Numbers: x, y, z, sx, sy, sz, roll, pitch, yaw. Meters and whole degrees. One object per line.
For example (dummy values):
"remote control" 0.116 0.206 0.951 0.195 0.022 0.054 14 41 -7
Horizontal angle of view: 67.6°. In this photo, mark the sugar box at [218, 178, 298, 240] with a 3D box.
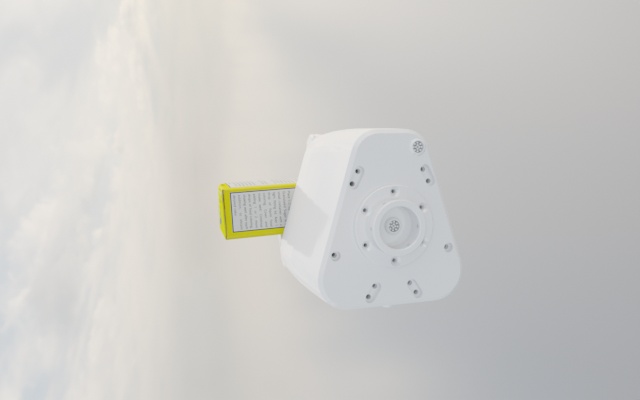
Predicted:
"sugar box" 0.000 0.002 0.423 0.176 0.048 0.093 -3 4 -14
